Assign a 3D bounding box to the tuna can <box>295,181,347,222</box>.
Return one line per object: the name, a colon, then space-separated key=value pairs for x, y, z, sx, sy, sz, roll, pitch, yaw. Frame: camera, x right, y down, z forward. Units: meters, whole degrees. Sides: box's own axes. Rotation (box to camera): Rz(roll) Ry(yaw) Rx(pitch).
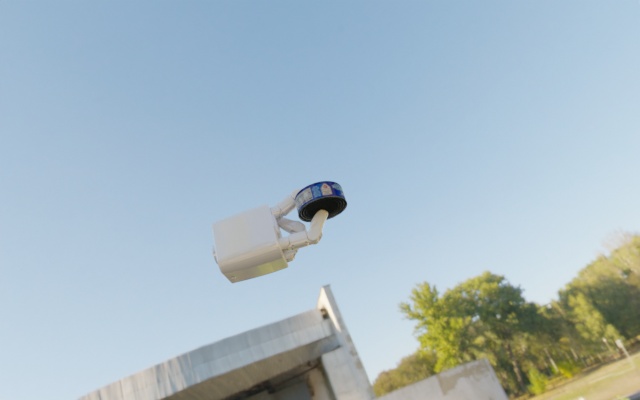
tuna can: x=0.000 y=0.002 z=0.813 sx=0.086 sy=0.033 sz=0.086 roll=-13 pitch=-27 yaw=-7
